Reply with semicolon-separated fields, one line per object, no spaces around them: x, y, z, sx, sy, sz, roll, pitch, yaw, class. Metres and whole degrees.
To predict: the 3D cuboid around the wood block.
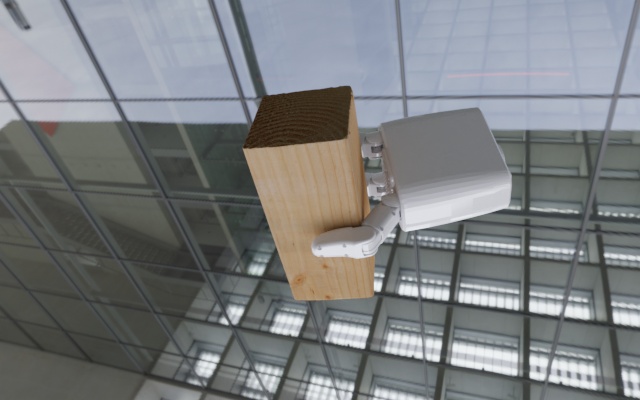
0.000;0.002;0.483;0.090;0.206;0.090;-4;41;11;wood block
